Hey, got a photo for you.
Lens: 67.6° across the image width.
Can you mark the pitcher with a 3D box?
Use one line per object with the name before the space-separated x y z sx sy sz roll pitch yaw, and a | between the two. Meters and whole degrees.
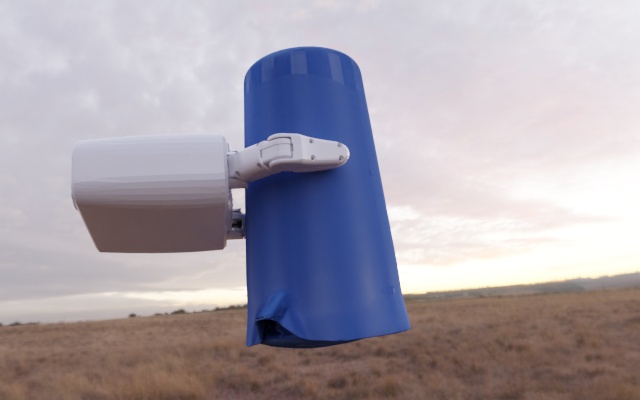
pitcher | 0.000 0.001 0.421 0.145 0.242 0.149 -3 -13 -13
